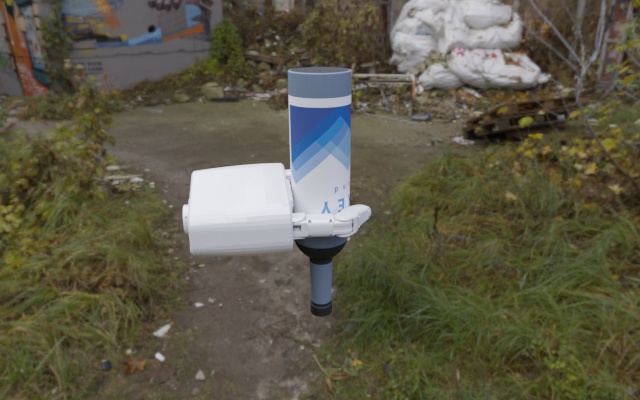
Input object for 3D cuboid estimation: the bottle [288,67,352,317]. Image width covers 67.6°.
[{"bbox_3d":[0.000,0.002,0.549,0.069,0.296,0.069,0,21,0],"label":"bottle"}]
